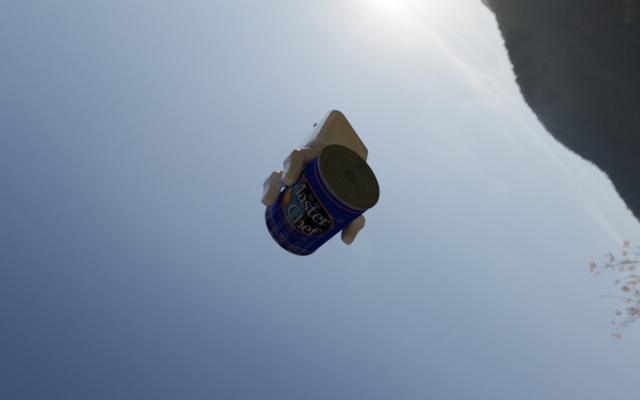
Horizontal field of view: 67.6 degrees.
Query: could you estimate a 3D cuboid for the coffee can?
[{"bbox_3d":[0.000,0.002,0.678,0.103,0.102,0.140,0,-31,-43],"label":"coffee can"}]
